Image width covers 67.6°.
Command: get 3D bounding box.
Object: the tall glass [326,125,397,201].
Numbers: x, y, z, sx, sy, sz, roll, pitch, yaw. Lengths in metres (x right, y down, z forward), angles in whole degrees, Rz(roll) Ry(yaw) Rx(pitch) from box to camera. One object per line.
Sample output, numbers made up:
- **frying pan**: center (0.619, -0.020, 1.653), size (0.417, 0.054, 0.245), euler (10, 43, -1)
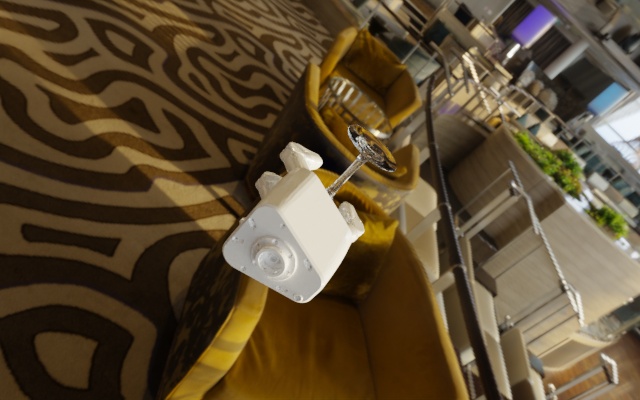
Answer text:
- **tall glass**: center (0.001, 0.002, 0.600), size (0.201, 0.079, 0.079), euler (-46, -26, 28)
